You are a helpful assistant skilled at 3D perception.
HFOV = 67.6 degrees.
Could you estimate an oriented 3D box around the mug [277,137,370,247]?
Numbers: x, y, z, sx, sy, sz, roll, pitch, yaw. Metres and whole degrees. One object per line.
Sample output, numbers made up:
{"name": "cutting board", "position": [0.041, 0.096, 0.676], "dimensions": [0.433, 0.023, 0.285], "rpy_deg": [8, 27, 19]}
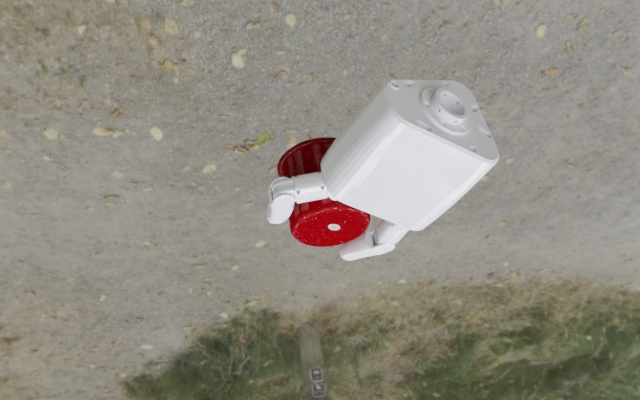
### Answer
{"name": "mug", "position": [-0.001, 0.003, 0.504], "dimensions": [0.093, 0.081, 0.117], "rpy_deg": [8, -36, -25]}
